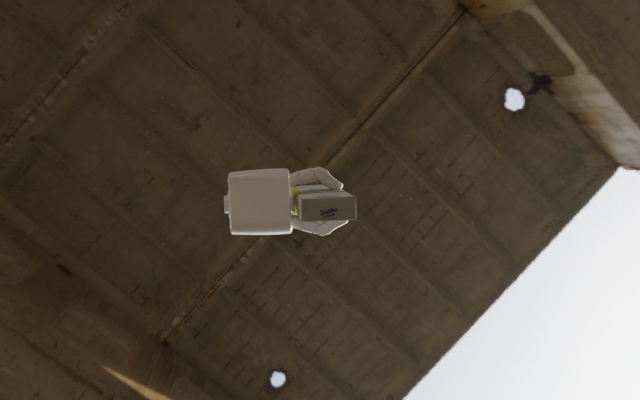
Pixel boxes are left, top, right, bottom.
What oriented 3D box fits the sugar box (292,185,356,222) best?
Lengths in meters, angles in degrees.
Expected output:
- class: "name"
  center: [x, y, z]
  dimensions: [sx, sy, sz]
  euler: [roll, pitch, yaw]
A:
- class: "sugar box"
  center: [0.000, 0.003, 0.860]
  dimensions: [0.093, 0.048, 0.176]
  euler: [-3, 11, -8]
